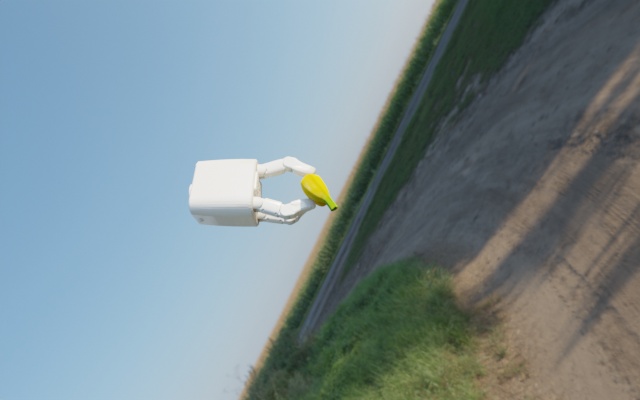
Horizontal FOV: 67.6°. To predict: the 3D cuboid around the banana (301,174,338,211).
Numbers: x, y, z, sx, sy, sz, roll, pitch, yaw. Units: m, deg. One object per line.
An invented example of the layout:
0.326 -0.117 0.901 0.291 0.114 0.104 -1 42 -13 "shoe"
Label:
-0.008 -0.014 0.824 0.037 0.069 0.198 -27 4 -1 "banana"
